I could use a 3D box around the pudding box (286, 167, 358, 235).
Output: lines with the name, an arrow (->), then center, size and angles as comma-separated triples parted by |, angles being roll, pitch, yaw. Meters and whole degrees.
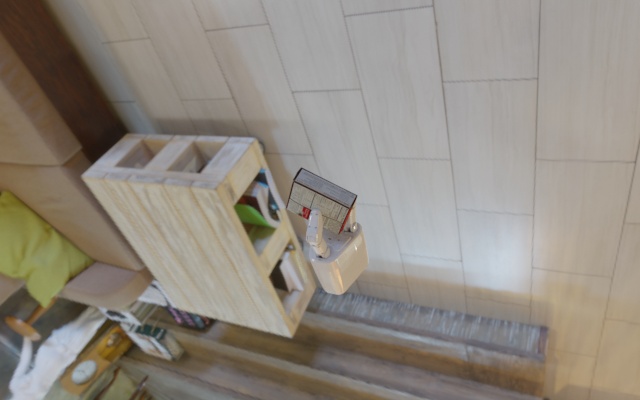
pudding box -> 0.000, 0.003, 0.843 | 0.113, 0.039, 0.090 | 25, -37, 4
